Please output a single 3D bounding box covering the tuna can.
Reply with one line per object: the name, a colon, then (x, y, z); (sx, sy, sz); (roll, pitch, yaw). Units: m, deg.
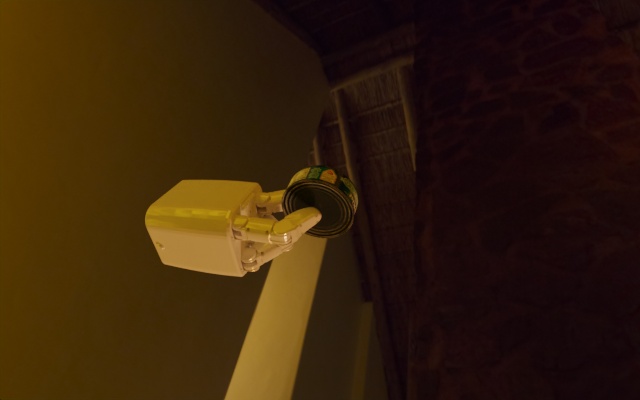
tuna can: (0.000, 0.001, 0.557); (0.086, 0.086, 0.033); (0, 38, 19)
